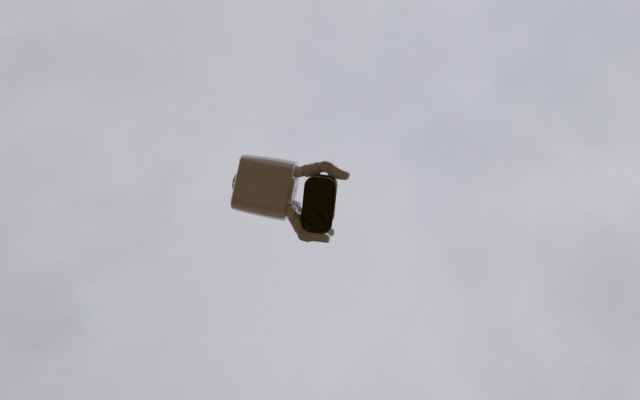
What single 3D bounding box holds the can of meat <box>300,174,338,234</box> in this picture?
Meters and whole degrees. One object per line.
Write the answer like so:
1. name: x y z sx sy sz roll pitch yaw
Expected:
1. can of meat: 0.000 0.003 0.880 0.057 0.102 0.084 7 9 5
